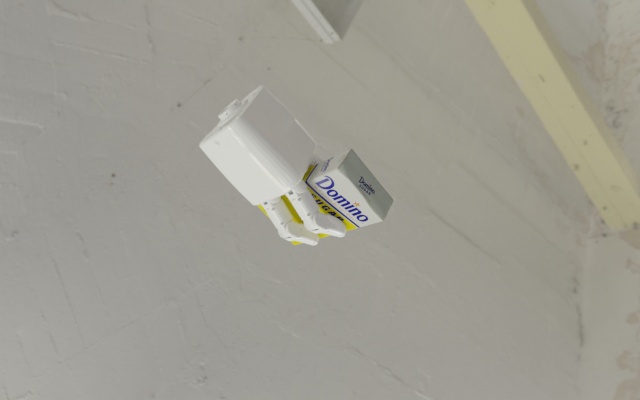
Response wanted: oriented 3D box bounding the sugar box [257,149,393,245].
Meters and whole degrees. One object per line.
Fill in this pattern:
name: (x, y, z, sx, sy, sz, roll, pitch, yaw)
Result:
sugar box: (0.000, 0.002, 0.640, 0.176, 0.093, 0.048, -19, 30, 48)
